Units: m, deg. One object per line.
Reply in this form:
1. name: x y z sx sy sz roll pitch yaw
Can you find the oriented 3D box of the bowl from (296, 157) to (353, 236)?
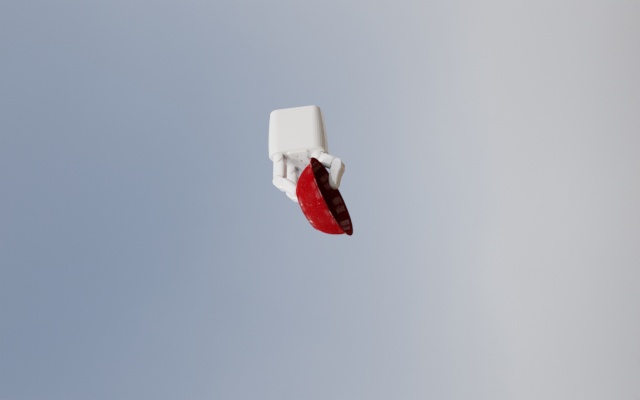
1. bowl: 0.000 0.004 0.884 0.055 0.162 0.162 -27 -7 13
